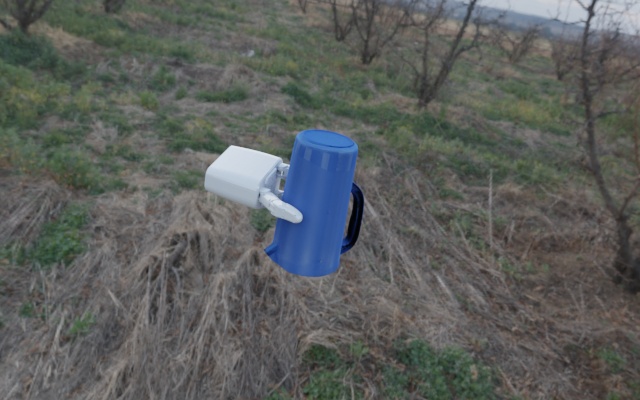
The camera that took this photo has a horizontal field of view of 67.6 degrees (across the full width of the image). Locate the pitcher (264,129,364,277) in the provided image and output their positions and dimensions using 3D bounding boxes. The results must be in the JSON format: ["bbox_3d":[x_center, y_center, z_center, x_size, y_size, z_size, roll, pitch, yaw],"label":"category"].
[{"bbox_3d":[0.000,0.003,0.857,0.145,0.243,0.149,18,24,13],"label":"pitcher"}]
